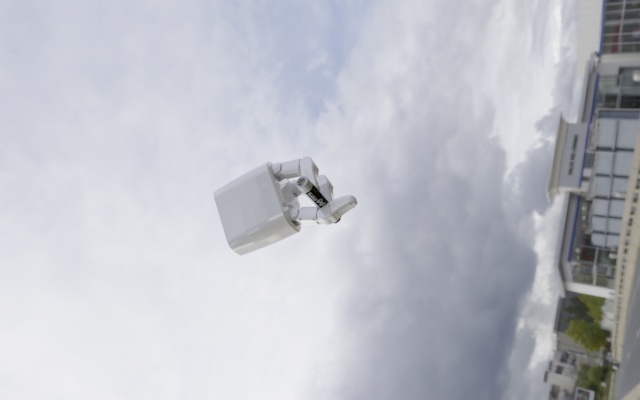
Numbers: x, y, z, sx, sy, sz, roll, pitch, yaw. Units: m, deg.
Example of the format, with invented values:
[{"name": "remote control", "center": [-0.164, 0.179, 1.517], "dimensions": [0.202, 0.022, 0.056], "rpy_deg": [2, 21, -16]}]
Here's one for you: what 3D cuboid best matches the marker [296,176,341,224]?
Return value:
[{"name": "marker", "center": [0.000, 0.002, 0.689], "dimensions": [0.020, 0.020, 0.121], "rpy_deg": [0, -27, 28]}]
